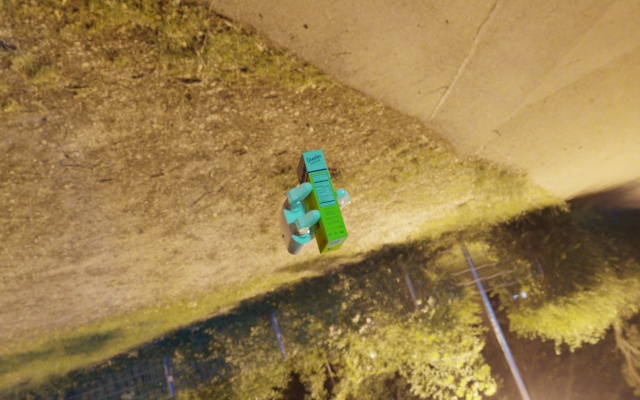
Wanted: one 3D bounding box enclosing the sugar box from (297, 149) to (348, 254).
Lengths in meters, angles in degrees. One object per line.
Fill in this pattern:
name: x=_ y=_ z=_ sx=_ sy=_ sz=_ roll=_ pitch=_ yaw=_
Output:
sugar box: x=0.000 y=0.003 z=0.897 sx=0.048 sy=0.176 sz=0.093 roll=-14 pitch=-18 yaw=-16
